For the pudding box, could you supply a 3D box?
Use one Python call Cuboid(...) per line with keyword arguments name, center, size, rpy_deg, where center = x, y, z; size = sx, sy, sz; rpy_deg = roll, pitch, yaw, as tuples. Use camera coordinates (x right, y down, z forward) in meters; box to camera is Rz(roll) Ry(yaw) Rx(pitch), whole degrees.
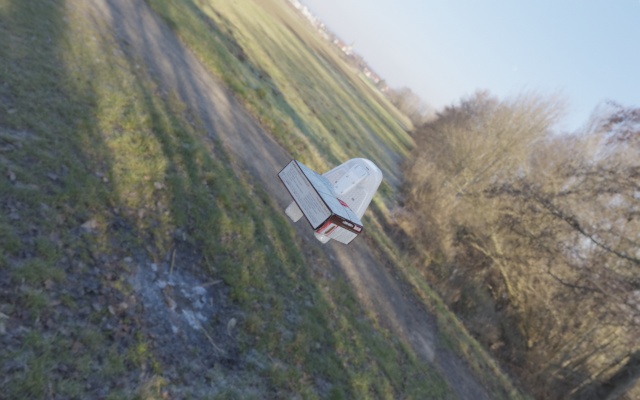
Cuboid(name="pudding box", center=(0.000, 0.002, 0.660), size=(0.090, 0.039, 0.113), rpy_deg=(25, 23, -54))
